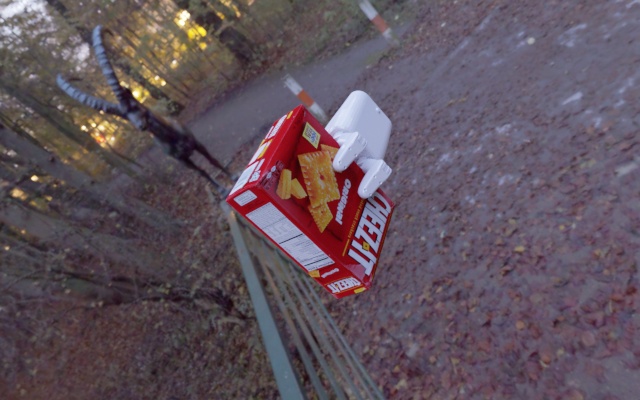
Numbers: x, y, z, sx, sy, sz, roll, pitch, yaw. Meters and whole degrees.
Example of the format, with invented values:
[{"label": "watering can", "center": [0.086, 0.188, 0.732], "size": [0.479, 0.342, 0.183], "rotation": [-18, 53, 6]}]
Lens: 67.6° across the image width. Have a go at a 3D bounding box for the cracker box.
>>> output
[{"label": "cracker box", "center": [0.000, 0.002, 0.649], "size": [0.072, 0.164, 0.214], "rotation": [-25, -60, 42]}]
